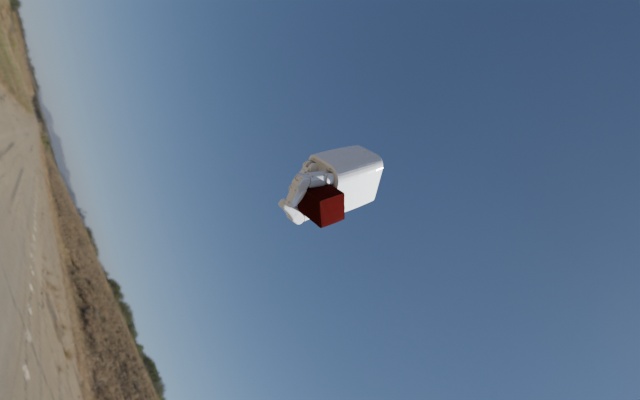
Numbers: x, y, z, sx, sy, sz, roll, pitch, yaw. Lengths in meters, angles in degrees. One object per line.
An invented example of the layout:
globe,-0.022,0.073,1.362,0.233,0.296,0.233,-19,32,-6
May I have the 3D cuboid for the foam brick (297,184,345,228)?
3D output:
foam brick,0.000,0.003,0.817,0.051,0.053,0.078,-17,31,-28
